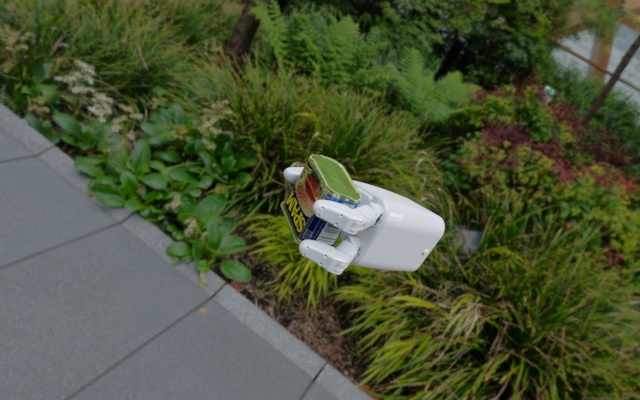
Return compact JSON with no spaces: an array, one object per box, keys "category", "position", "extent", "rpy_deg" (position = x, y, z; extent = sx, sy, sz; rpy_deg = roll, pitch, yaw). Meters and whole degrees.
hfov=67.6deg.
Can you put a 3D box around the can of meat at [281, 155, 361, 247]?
[{"category":"can of meat","position":[0.000,0.002,0.598],"extent":[0.057,0.084,0.102],"rpy_deg":[15,29,-29]}]
